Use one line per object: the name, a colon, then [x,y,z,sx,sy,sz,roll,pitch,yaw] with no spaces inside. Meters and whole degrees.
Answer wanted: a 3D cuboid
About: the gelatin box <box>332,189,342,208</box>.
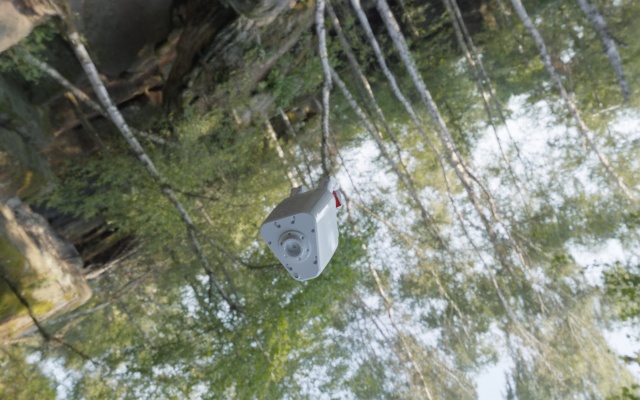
gelatin box: [0.000,0.003,0.877,0.073,0.030,0.089,-23,9,7]
